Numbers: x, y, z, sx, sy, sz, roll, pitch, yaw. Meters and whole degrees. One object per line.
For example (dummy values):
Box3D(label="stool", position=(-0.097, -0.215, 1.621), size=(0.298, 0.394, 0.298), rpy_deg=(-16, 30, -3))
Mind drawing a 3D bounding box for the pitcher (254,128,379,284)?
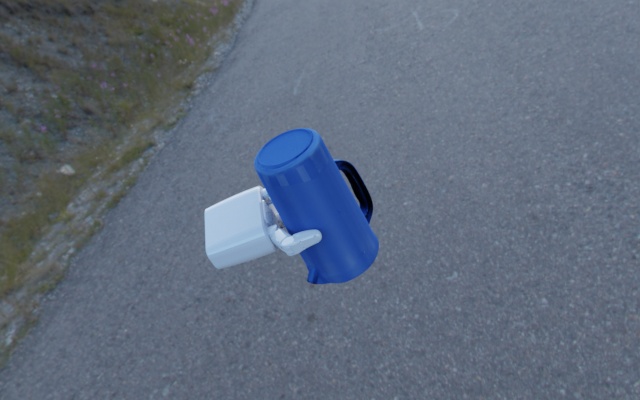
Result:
Box3D(label="pitcher", position=(0.000, 0.003, 0.768), size=(0.145, 0.243, 0.149), rpy_deg=(-21, 35, 10))
